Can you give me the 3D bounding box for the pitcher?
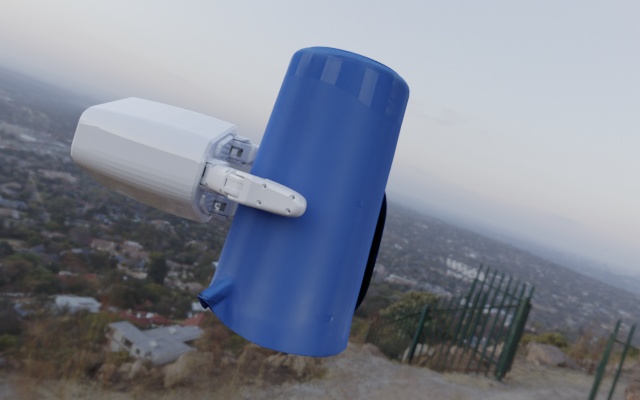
[{"bbox_3d":[0.000,0.001,0.428,0.145,0.243,0.149,17,2,1],"label":"pitcher"}]
